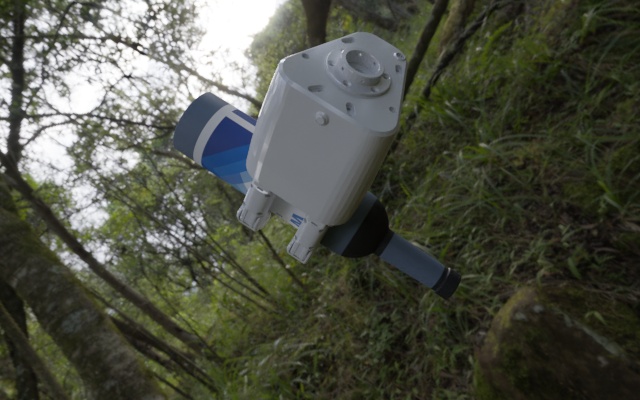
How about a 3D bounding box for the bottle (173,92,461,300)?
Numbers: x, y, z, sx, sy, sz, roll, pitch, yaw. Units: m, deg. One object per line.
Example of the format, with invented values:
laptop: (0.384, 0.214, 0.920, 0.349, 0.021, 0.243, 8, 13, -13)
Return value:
bottle: (0.000, 0.001, 0.455, 0.295, 0.069, 0.069, 33, 3, 5)
